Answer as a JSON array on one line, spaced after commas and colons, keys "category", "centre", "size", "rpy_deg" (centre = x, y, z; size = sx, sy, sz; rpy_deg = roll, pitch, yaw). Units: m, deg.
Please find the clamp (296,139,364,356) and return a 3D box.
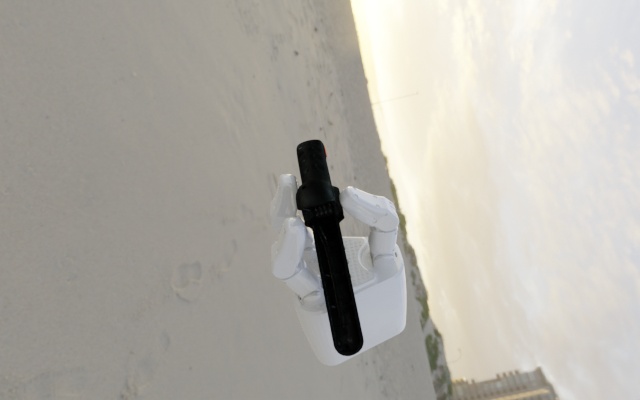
[{"category": "clamp", "centre": [0.001, 0.001, 0.411], "size": [0.036, 0.165, 0.209], "rpy_deg": [-11, 42, 1]}]
